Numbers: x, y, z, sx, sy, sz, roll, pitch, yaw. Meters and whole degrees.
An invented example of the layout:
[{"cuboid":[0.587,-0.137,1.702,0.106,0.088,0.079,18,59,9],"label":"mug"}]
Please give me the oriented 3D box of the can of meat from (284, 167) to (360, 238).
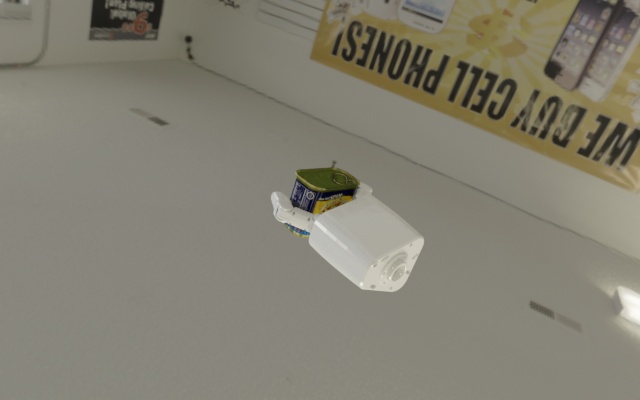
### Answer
[{"cuboid":[0.000,0.003,0.702,0.102,0.084,0.057,-8,36,-45],"label":"can of meat"}]
